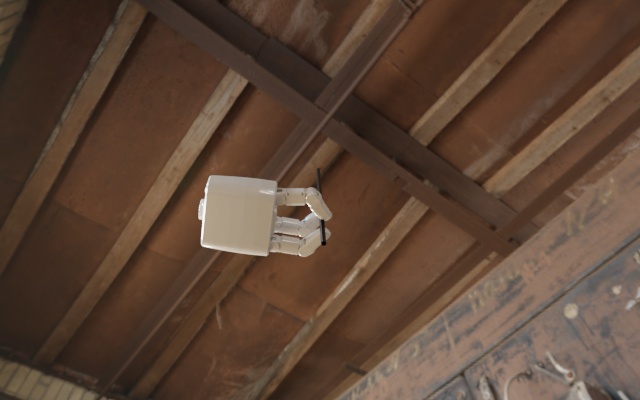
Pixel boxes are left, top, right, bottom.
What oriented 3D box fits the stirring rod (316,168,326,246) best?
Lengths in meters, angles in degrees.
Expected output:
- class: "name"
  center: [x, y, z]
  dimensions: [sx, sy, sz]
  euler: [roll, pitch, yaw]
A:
- class: "stirring rod"
  center: [0.000, 0.003, 0.811]
  dimensions: [0.011, 0.011, 0.239]
  euler: [0, 31, -3]
